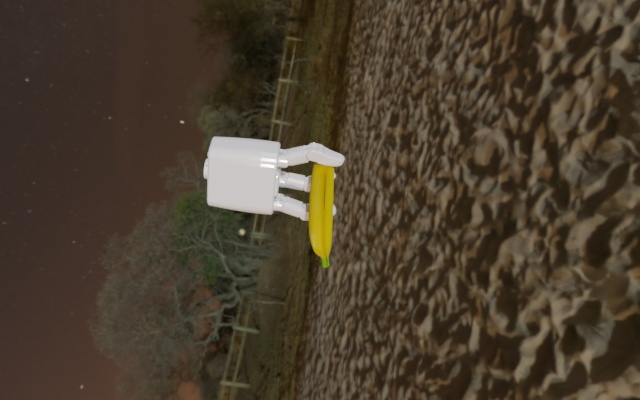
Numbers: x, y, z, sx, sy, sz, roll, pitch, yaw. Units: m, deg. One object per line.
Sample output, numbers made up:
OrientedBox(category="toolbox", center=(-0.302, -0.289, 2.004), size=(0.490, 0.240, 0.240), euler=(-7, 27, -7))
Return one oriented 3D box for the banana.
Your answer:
OrientedBox(category="banana", center=(0.001, -0.001, 0.736), size=(0.037, 0.197, 0.070), euler=(3, -19, -2))
